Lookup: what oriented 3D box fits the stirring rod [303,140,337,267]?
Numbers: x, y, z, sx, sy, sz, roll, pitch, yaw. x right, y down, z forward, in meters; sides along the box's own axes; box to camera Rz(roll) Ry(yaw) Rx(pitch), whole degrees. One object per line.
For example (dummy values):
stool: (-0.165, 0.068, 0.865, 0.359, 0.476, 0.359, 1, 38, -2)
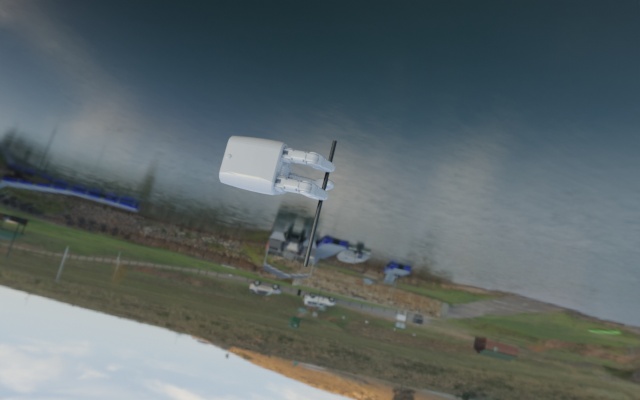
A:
stirring rod: (0.000, 0.003, 0.873, 0.011, 0.239, 0.011, 13, -12, 3)
